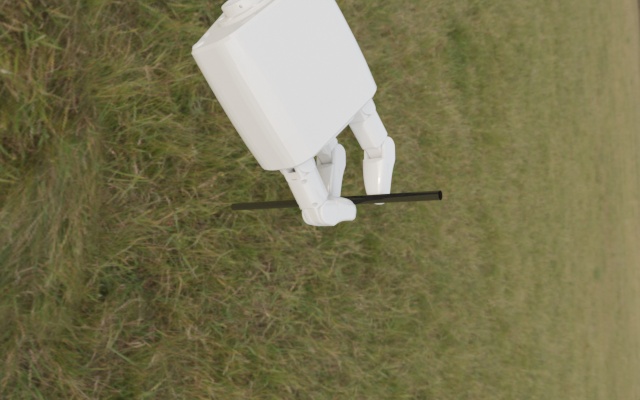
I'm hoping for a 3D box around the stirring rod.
[{"bbox_3d":[0.000,0.001,0.453,0.239,0.011,0.011,-3,-2,37],"label":"stirring rod"}]
